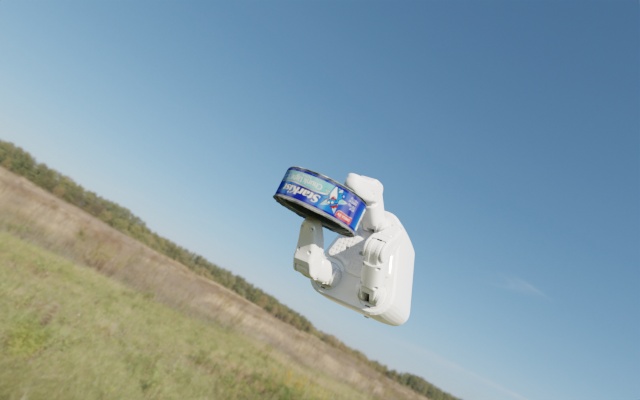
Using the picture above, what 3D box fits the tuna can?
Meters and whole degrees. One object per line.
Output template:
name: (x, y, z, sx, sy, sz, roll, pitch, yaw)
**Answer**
tuna can: (0.000, 0.001, 0.454, 0.086, 0.033, 0.086, 25, -9, 4)
